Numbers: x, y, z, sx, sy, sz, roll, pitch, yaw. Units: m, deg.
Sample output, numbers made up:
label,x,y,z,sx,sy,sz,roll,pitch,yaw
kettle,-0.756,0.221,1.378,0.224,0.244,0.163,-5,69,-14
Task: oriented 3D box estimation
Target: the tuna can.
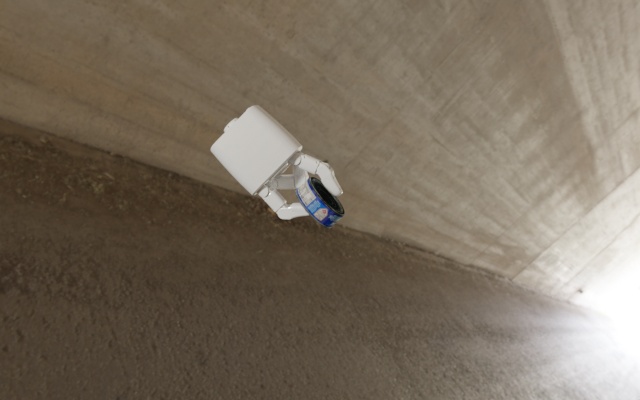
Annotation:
label,x,y,z,sx,sy,sz,roll,pitch,yaw
tuna can,0.001,0.002,0.781,0.034,0.086,0.086,-42,-13,15
